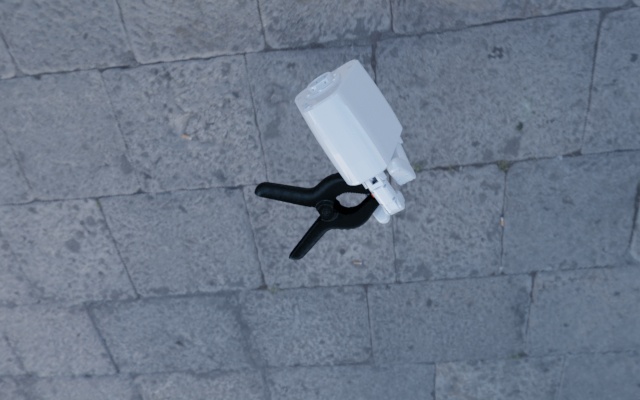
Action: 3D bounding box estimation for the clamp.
[{"bbox_3d":[0.000,0.002,0.622,0.171,0.120,0.039,-28,24,19],"label":"clamp"}]
